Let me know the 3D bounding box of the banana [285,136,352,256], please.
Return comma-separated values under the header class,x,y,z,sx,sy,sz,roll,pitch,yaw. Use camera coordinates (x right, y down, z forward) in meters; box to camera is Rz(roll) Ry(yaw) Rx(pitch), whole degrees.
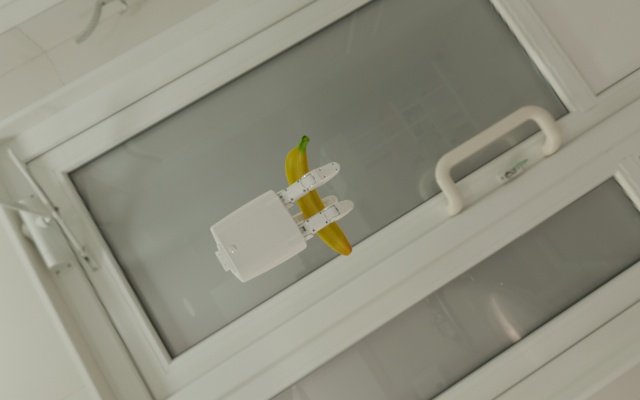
class,x,y,z,sx,sy,sz,roll,pitch,yaw
banana,-0.011,0.000,0.745,0.037,0.198,0.069,-30,14,-27
